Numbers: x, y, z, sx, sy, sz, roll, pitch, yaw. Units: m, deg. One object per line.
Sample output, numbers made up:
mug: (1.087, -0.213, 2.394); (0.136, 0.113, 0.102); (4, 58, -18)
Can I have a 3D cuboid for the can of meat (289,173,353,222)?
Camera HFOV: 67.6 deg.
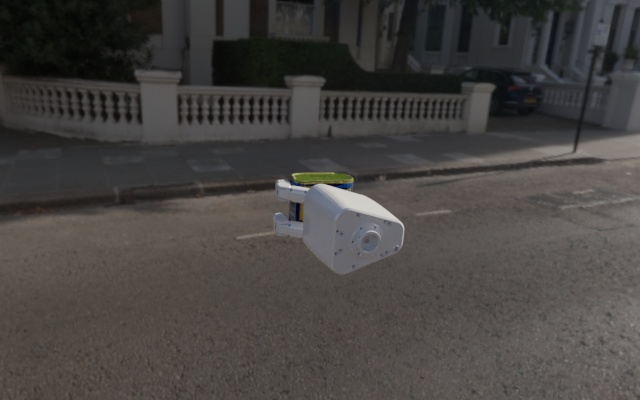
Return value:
can of meat: (0.000, 0.002, 0.752); (0.102, 0.084, 0.057); (-2, 18, -18)
